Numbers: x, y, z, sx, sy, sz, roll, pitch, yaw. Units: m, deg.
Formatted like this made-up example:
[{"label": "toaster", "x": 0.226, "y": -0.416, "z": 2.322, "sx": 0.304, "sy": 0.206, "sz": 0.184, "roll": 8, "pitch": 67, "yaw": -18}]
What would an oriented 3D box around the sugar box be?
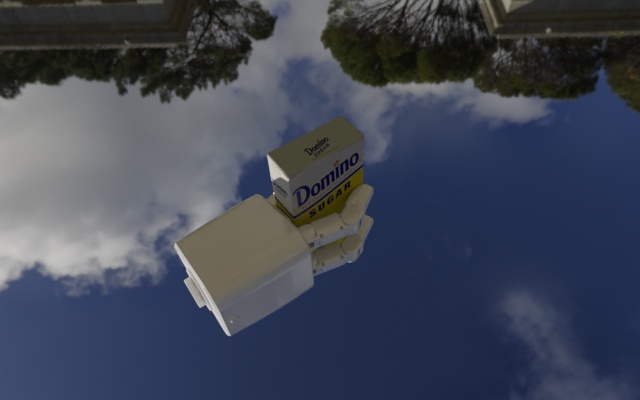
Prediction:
[{"label": "sugar box", "x": 0.000, "y": 0.002, "z": 0.525, "sx": 0.093, "sy": 0.048, "sz": 0.176, "roll": -31, "pitch": -33, "yaw": -20}]
